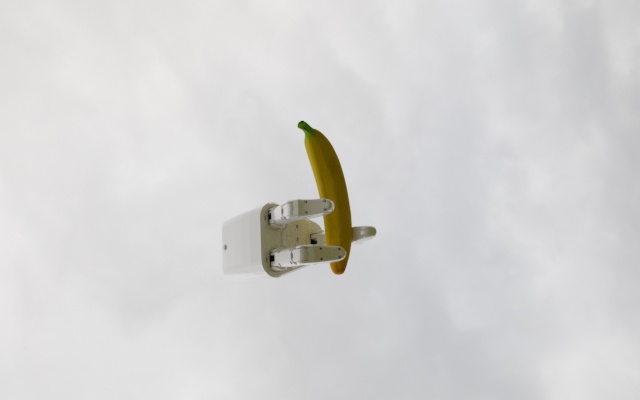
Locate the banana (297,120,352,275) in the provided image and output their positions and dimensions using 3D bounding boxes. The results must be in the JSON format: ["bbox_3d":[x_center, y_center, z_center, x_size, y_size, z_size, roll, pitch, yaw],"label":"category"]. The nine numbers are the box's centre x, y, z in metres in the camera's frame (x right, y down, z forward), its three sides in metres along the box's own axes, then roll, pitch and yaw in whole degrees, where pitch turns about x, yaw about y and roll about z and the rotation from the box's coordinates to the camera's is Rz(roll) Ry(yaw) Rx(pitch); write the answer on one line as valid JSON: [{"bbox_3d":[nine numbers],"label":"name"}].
[{"bbox_3d":[0.009,-0.006,0.611,0.037,0.198,0.069,-9,11,36],"label":"banana"}]
